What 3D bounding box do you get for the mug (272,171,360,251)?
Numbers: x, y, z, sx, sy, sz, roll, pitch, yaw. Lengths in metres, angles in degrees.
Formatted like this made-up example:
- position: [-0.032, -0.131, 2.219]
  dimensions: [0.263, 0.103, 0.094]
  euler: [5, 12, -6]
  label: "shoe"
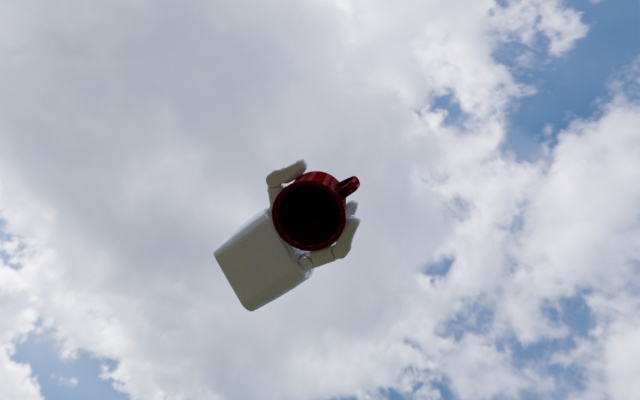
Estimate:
- position: [0.001, 0.001, 0.623]
  dimensions: [0.117, 0.093, 0.081]
  euler: [-34, 9, 16]
  label: "mug"
